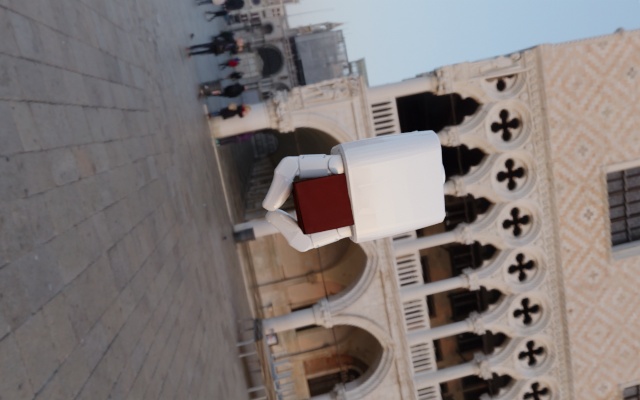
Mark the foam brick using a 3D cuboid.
[{"bbox_3d":[0.000,0.002,0.490,0.051,0.053,0.078,-10,4,-5],"label":"foam brick"}]
